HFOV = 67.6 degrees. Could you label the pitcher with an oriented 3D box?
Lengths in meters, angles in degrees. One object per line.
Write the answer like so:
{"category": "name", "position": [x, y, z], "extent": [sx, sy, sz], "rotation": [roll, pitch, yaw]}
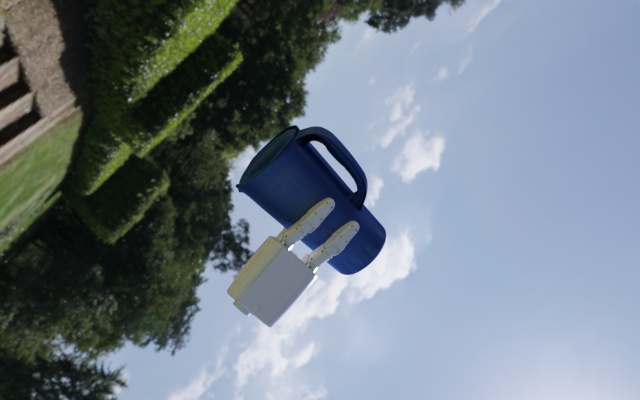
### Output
{"category": "pitcher", "position": [0.000, 0.003, 0.760], "extent": [0.243, 0.145, 0.149], "rotation": [44, -13, -19]}
